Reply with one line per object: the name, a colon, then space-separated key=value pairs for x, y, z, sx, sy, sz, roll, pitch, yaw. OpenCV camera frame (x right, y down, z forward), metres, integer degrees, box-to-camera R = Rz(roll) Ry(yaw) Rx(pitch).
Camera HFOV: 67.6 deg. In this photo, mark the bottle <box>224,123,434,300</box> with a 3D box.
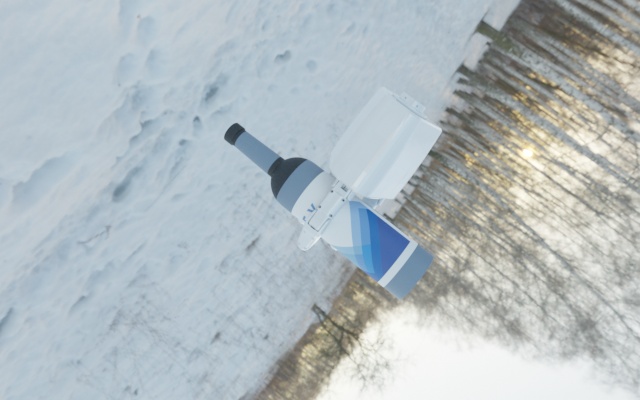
bottle: x=0.000 y=0.002 z=0.588 sx=0.295 sy=0.069 sz=0.069 roll=38 pitch=6 yaw=8
